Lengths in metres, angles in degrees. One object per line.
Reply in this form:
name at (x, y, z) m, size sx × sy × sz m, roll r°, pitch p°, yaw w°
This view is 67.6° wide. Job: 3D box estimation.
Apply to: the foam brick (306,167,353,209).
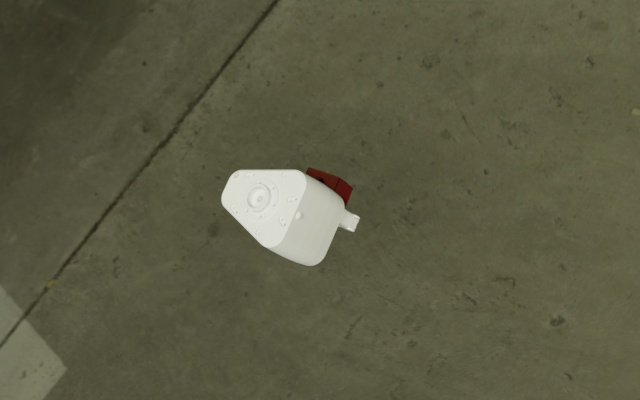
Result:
foam brick at (0.000, 0.002, 0.654) m, size 0.053 × 0.078 × 0.051 m, roll 20°, pitch -7°, yaw 30°
